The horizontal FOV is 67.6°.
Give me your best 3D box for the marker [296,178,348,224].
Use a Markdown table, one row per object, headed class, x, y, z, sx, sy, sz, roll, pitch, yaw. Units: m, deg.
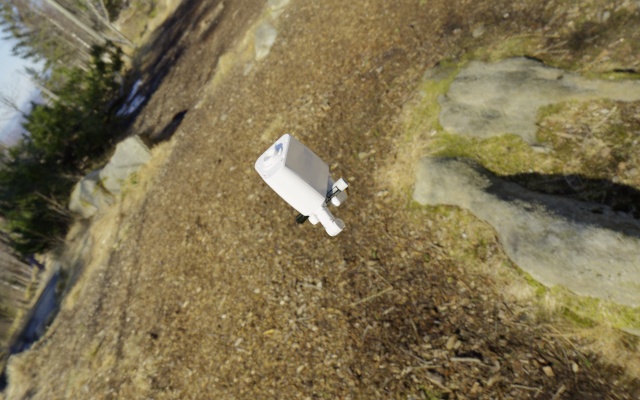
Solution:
| class | x | y | z | sx | sy | sz | roll | pitch | yaw |
| --- | --- | --- | --- | --- | --- | --- | --- | --- | --- |
| marker | 0.000 | 0.003 | 0.878 | 0.121 | 0.020 | 0.020 | -40 | -14 | 16 |
